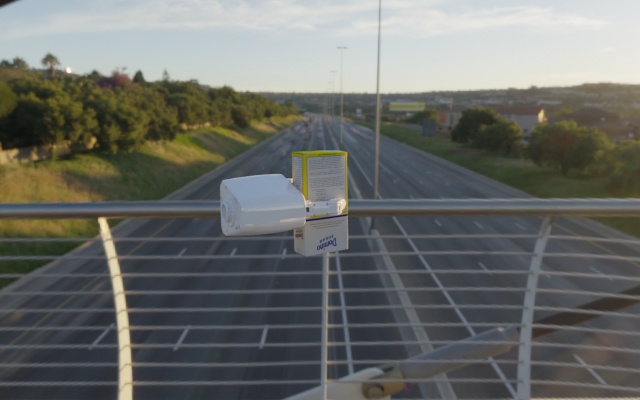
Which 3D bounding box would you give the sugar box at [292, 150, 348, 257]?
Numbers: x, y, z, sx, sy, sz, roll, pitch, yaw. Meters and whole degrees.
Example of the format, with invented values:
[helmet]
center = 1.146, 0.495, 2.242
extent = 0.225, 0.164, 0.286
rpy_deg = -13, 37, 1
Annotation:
[sugar box]
center = 0.000, 0.003, 0.830
extent = 0.093, 0.176, 0.048
rpy_deg = -6, 13, -31
